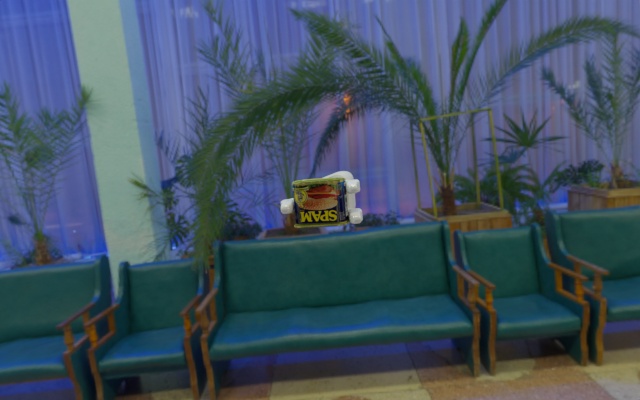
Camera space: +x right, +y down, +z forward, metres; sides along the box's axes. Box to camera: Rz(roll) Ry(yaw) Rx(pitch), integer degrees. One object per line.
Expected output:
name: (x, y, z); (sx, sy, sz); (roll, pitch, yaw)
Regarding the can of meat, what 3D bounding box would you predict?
can of meat: (0.000, 0.003, 0.875); (0.102, 0.084, 0.057); (-3, 7, 15)
